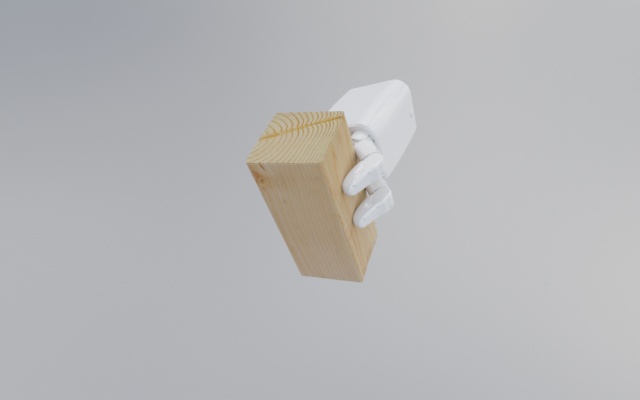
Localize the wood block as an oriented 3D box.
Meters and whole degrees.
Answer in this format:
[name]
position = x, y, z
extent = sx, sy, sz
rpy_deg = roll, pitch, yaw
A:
[wood block]
position = 0.000, 0.002, 0.585
extent = 0.091, 0.090, 0.206
rpy_deg = 3, -43, 24
